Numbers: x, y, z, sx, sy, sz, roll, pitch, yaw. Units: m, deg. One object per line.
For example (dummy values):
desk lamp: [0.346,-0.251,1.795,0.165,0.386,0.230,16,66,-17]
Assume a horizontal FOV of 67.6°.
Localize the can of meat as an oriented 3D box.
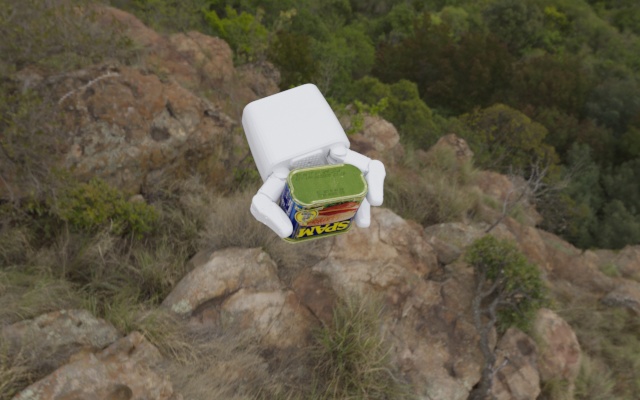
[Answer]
can of meat: [0.000,0.002,0.581,0.102,0.057,0.084,-9,-31,-22]
